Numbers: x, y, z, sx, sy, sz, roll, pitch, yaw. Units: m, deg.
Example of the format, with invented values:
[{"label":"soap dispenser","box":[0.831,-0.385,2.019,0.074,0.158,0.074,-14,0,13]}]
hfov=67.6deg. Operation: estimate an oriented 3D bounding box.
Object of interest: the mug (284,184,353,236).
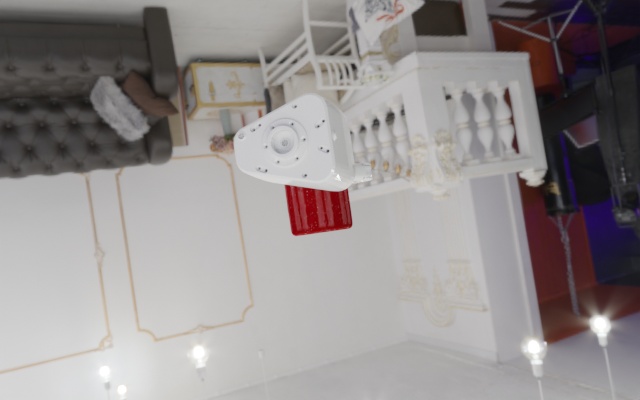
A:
[{"label":"mug","box":[0.000,0.002,0.640,0.093,0.081,0.117,-9,-4,14]}]
